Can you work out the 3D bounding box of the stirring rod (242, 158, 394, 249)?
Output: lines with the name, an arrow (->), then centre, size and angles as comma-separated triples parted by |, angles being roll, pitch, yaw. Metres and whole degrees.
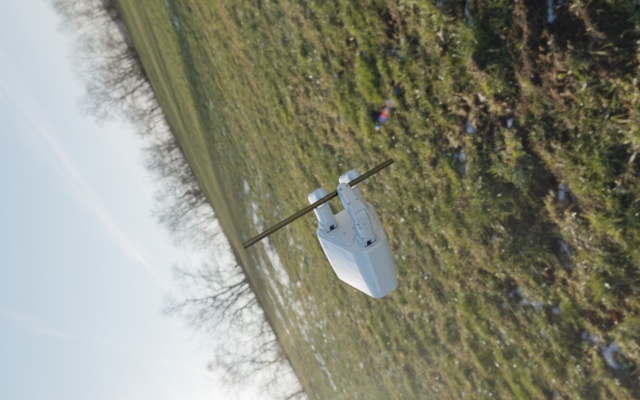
stirring rod -> 0.000, 0.002, 0.655 | 0.239, 0.011, 0.011 | -30, 6, -11
